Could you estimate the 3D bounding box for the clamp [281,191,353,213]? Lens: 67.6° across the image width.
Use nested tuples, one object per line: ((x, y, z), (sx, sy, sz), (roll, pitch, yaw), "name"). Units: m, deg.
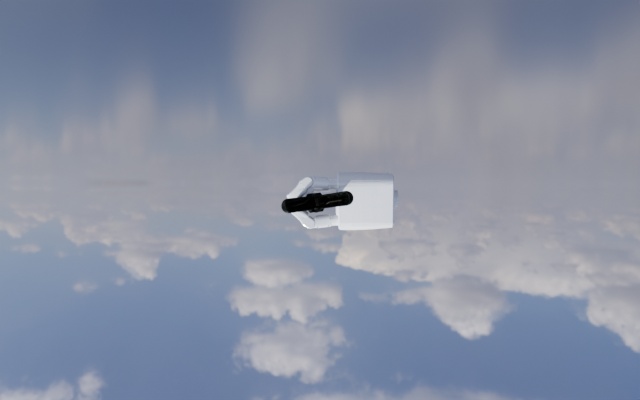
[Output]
((0.000, 0.003, 0.863), (0.120, 0.039, 0.171), (-2, 2, 4), "clamp")
